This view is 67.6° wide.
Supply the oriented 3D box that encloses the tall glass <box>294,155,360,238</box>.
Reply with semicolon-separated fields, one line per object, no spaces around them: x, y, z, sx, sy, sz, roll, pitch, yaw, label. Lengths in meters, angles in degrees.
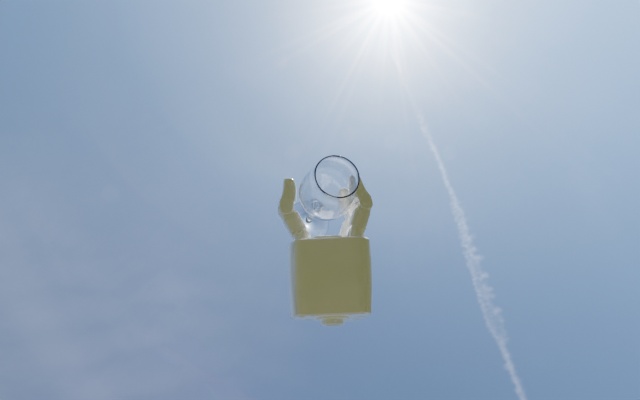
0.000;0.002;0.714;0.079;0.079;0.201;0;-20;-14;tall glass
